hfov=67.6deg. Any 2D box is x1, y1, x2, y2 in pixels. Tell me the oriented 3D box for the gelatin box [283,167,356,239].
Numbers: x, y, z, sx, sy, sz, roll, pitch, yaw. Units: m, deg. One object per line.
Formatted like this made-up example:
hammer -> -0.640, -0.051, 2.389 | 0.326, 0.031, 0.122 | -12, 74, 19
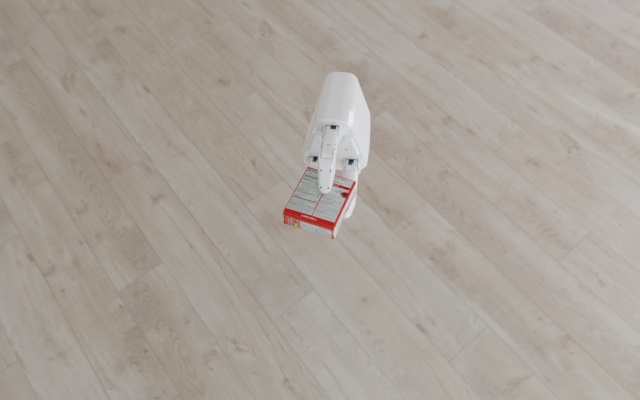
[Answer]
gelatin box -> 0.000, 0.002, 0.644 | 0.073, 0.089, 0.030 | 17, -37, 14
